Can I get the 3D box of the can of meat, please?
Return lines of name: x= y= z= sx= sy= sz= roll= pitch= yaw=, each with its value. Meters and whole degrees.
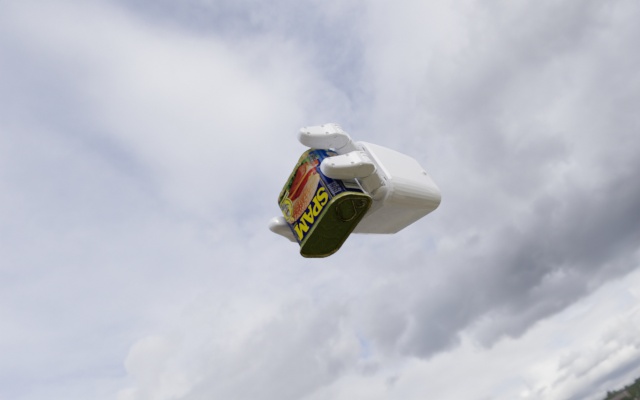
can of meat: x=0.000 y=0.002 z=0.550 sx=0.057 sy=0.102 sz=0.084 roll=5 pitch=41 yaw=-38
